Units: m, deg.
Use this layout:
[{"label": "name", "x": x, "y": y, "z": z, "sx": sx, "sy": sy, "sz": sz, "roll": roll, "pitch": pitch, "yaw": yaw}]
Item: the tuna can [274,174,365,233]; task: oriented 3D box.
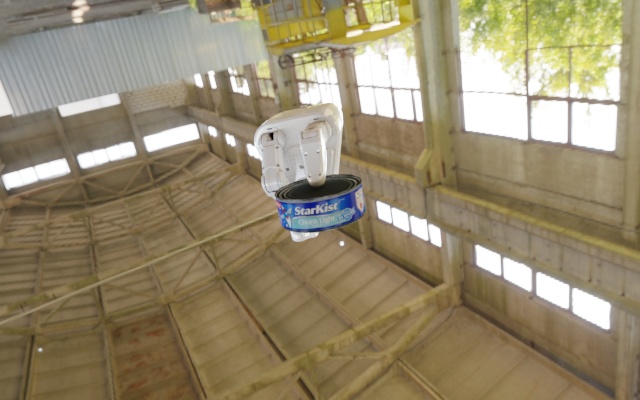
[{"label": "tuna can", "x": 0.000, "y": 0.002, "z": 0.466, "sx": 0.086, "sy": 0.034, "sz": 0.086, "roll": -9, "pitch": 16, "yaw": 3}]
